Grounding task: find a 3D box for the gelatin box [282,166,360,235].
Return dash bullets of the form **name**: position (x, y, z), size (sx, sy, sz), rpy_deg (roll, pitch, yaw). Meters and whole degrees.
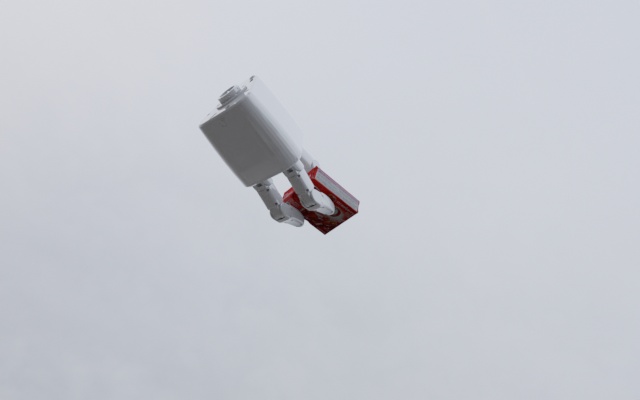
- **gelatin box**: position (0.000, 0.002, 0.692), size (0.089, 0.030, 0.073), rpy_deg (38, -51, -20)
